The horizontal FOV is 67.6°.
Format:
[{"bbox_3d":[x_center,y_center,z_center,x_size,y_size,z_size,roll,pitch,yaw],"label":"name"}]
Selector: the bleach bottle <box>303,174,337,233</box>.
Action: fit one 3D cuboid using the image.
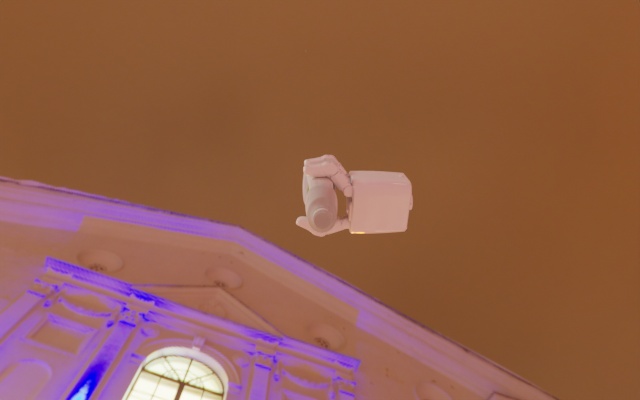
[{"bbox_3d":[0.000,0.003,0.870,0.068,0.102,0.250,-1,17,-1],"label":"bleach bottle"}]
